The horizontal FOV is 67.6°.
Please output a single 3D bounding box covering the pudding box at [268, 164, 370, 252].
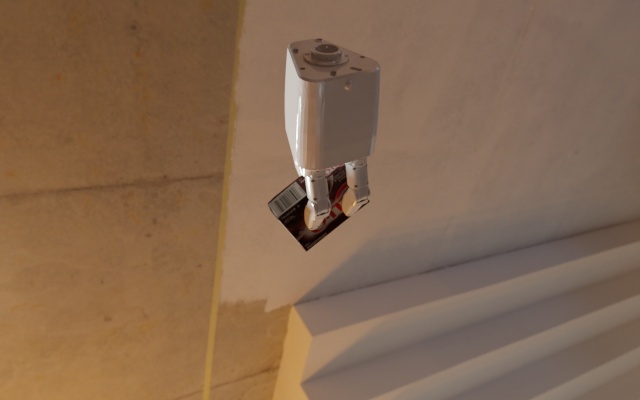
[{"bbox_3d":[0.000,0.002,0.617,0.039,0.113,0.090,52,-2,41],"label":"pudding box"}]
